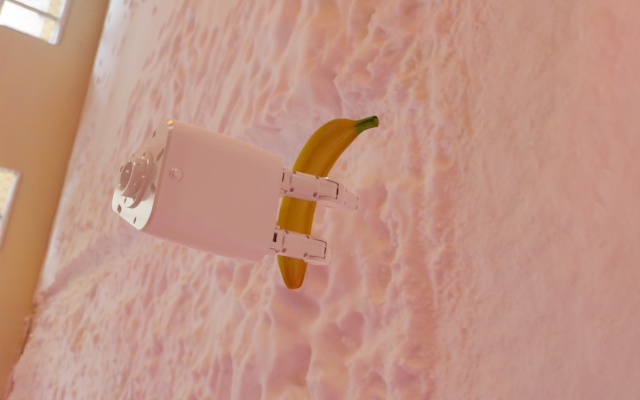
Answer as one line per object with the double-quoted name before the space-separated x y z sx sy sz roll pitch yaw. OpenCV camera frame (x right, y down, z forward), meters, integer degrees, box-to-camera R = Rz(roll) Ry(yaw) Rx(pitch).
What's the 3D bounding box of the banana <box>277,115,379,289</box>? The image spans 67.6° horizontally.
"banana" -0.009 -0.007 0.502 0.037 0.198 0.069 21 5 -42
